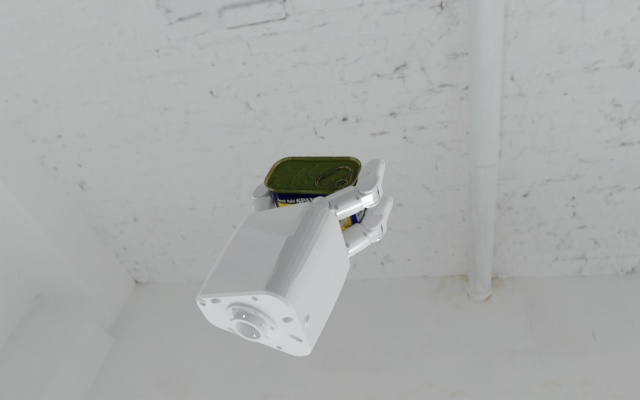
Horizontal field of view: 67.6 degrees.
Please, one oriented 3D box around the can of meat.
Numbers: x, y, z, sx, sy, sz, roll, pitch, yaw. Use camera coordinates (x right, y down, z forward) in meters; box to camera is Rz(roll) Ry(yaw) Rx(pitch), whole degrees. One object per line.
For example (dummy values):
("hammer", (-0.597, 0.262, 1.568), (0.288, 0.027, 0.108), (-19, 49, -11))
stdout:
("can of meat", (0.000, 0.002, 0.524), (0.102, 0.084, 0.057), (2, 42, 21))
